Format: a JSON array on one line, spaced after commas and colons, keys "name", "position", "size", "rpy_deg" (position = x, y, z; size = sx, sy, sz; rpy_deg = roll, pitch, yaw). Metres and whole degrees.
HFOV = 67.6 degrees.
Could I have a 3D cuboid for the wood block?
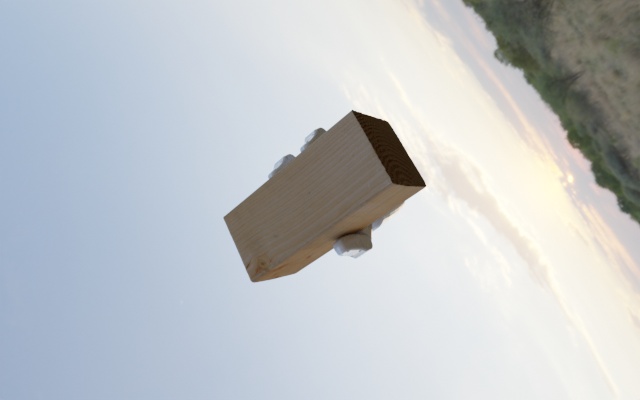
[{"name": "wood block", "position": [0.000, 0.002, 0.539], "size": [0.206, 0.090, 0.090], "rpy_deg": [-37, -19, 28]}]
